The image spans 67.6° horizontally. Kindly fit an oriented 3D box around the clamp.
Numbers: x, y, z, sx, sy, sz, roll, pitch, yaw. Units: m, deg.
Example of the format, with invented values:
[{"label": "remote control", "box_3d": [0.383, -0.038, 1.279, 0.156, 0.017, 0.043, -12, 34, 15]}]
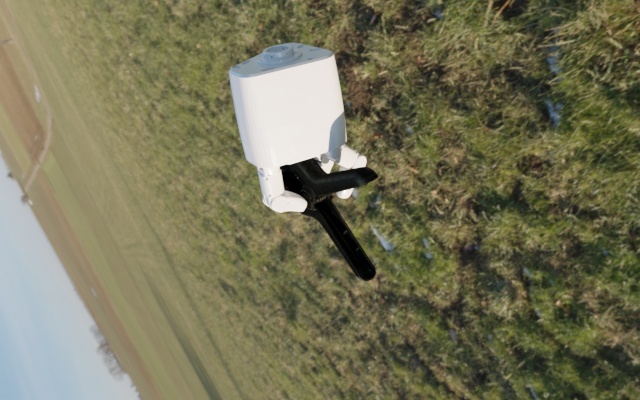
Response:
[{"label": "clamp", "box_3d": [-0.001, 0.002, 0.609, 0.036, 0.165, 0.210, -28, 38, -28]}]
